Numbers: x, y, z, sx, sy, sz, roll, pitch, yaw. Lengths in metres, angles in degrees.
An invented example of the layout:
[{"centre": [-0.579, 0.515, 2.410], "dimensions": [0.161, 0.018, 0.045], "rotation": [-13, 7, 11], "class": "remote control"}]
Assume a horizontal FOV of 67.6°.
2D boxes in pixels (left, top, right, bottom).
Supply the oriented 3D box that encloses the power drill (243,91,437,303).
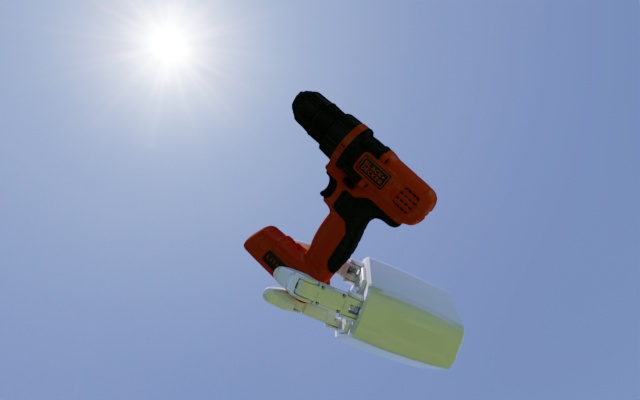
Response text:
[{"centre": [0.000, 0.002, 0.512], "dimensions": [0.184, 0.188, 0.057], "rotation": [43, 20, 12], "class": "power drill"}]
